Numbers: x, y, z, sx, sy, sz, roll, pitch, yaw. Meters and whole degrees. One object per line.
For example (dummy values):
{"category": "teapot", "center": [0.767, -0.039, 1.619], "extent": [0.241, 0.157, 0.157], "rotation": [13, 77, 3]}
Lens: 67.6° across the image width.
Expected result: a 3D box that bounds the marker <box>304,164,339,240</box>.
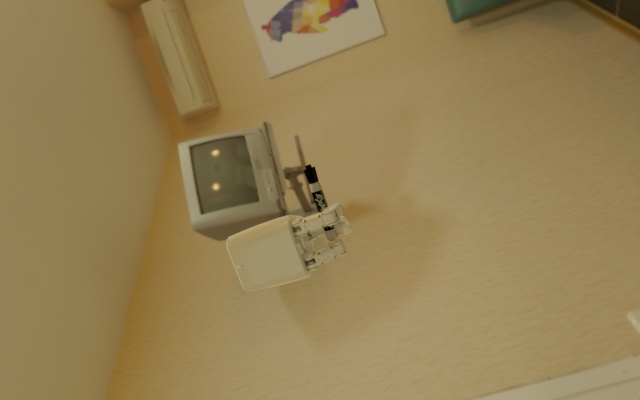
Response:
{"category": "marker", "center": [0.000, 0.002, 0.740], "extent": [0.020, 0.121, 0.020], "rotation": [-19, 9, 3]}
